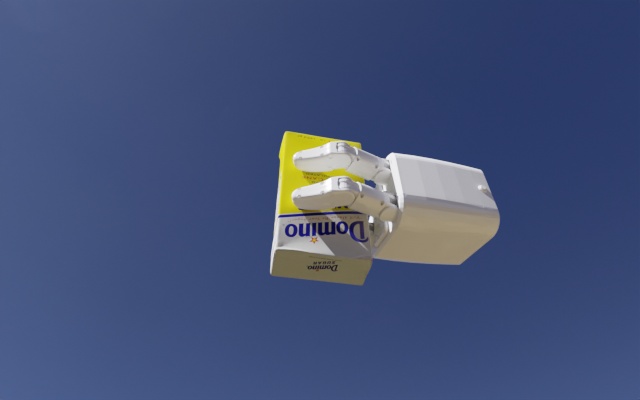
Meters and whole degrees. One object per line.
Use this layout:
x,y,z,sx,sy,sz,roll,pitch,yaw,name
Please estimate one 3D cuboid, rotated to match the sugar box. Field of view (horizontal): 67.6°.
0.000,0.001,0.502,0.093,0.048,0.176,7,42,-8,sugar box
